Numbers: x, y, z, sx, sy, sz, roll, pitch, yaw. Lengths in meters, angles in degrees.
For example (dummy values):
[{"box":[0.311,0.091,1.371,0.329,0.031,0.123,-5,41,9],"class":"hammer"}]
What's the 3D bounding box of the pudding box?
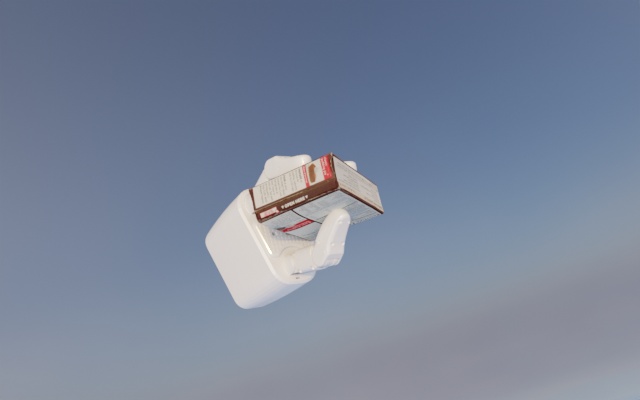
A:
[{"box":[0.000,0.002,0.465,0.090,0.039,0.113,-23,-21,21],"class":"pudding box"}]
